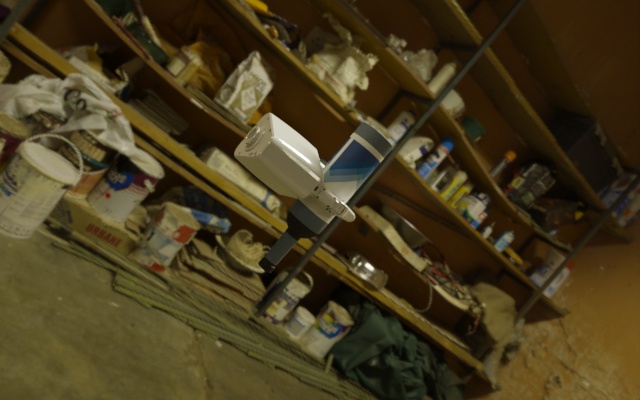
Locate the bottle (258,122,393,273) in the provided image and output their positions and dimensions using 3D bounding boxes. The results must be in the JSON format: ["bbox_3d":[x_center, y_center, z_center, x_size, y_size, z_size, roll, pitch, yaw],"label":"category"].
[{"bbox_3d":[0.000,0.002,0.799,0.069,0.296,0.069,40,3,-2],"label":"bottle"}]
